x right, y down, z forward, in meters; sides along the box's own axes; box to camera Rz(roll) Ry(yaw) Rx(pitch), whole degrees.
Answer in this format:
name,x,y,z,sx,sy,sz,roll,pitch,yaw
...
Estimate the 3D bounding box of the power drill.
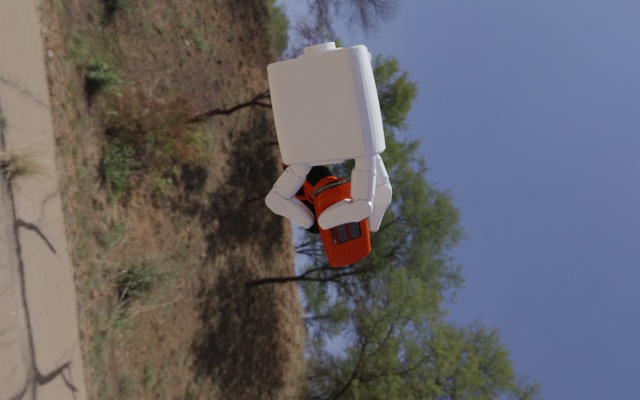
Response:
name,x,y,z,sx,sy,sz,roll,pitch,yaw
power drill,0.000,0.002,0.616,0.057,0.185,0.187,-21,34,-11
